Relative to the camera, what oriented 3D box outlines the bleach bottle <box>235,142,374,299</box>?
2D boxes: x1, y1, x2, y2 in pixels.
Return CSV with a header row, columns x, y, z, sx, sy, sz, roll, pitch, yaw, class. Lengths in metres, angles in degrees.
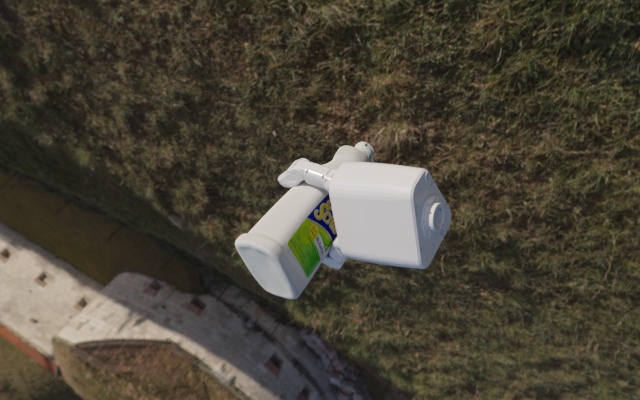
x,y,z,sx,sy,sz,roll,pitch,yaw,class
0.000,0.002,0.623,0.068,0.103,0.250,8,46,36,bleach bottle
